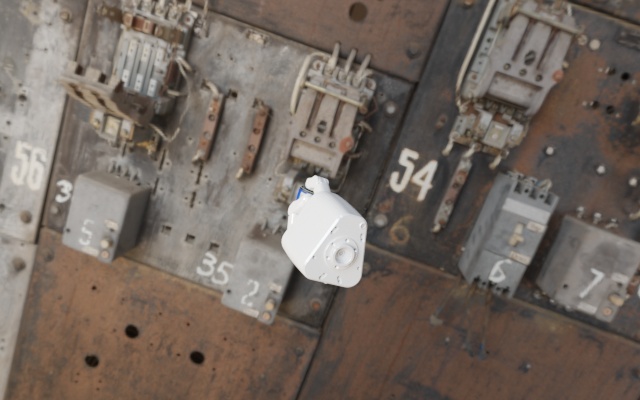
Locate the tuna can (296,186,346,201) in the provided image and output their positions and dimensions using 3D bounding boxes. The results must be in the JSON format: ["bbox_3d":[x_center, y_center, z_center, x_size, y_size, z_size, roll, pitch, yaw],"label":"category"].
[{"bbox_3d":[0.000,0.002,0.827,0.086,0.034,0.086,17,8,-3],"label":"tuna can"}]
